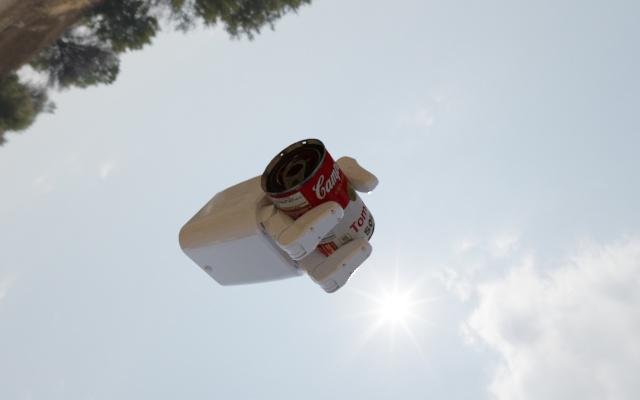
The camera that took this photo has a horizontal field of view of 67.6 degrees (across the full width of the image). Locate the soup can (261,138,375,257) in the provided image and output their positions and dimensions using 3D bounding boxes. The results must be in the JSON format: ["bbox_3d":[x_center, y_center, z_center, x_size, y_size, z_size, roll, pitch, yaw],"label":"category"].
[{"bbox_3d":[0.001,0.001,0.450,0.068,0.068,0.102,0,-41,42],"label":"soup can"}]
